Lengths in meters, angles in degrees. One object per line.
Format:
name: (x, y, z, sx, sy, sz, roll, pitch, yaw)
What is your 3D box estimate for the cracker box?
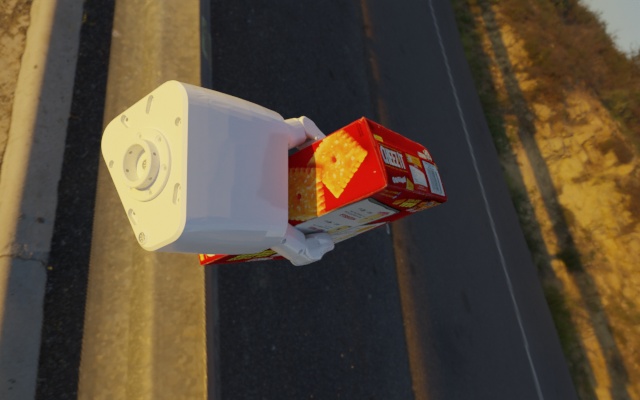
cracker box: (0.000, 0.002, 0.494, 0.214, 0.072, 0.164, -23, -15, 29)
